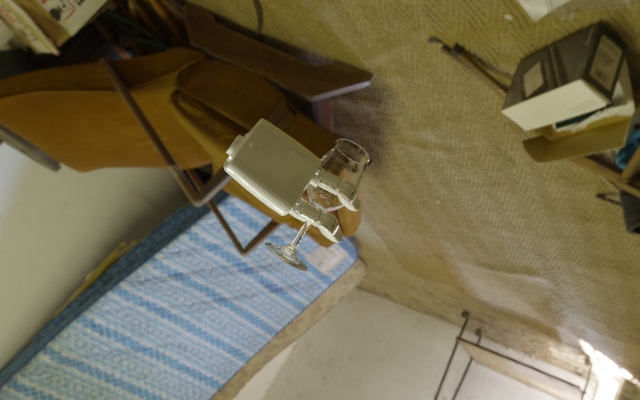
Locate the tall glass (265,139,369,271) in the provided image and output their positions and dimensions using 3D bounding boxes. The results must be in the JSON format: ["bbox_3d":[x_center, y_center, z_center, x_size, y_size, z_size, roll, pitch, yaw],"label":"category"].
[{"bbox_3d":[0.000,0.003,0.723,0.079,0.201,0.079,29,-18,10],"label":"tall glass"}]
